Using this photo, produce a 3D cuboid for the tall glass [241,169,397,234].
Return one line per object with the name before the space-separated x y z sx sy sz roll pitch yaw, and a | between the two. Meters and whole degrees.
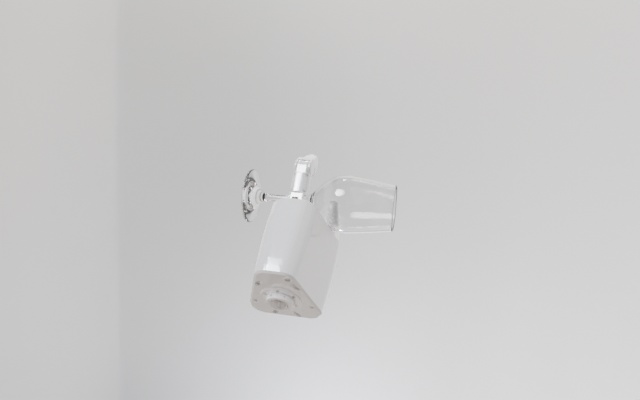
tall glass | -0.001 0.002 0.645 0.201 0.079 0.079 5 1 12
